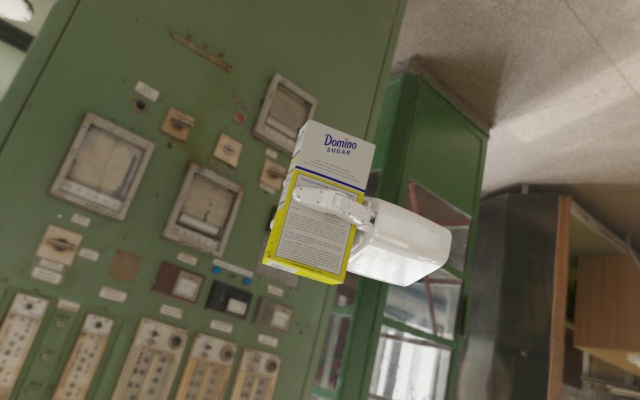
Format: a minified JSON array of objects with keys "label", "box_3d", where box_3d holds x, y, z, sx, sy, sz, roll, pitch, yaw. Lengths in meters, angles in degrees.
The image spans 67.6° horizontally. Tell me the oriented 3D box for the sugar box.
[{"label":"sugar box","box_3d":[0.000,0.002,0.570,0.093,0.176,0.048,20,-20,-14]}]
